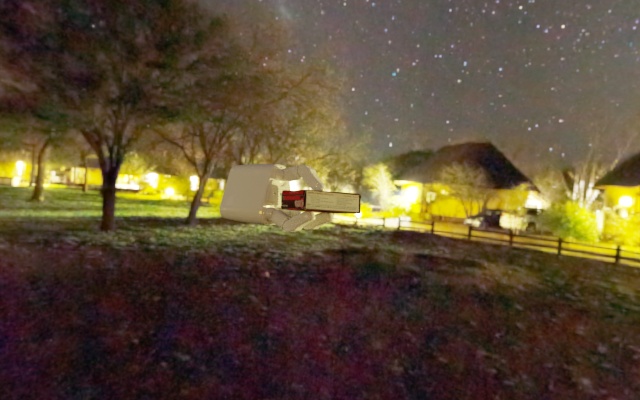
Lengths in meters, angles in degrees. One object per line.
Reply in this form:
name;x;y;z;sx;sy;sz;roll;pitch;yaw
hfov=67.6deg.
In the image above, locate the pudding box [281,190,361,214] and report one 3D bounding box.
pudding box;0.000;0.003;0.828;0.113;0.039;0.090;2;0;-30
